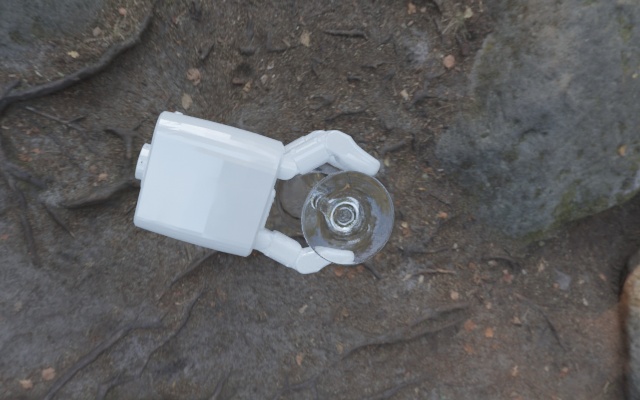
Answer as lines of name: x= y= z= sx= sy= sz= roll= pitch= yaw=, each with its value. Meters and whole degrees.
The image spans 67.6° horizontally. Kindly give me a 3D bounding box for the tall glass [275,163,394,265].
tall glass: x=0.000 y=0.002 z=0.463 sx=0.079 sy=0.079 sz=0.201 roll=0 pitch=7 yaw=-12
